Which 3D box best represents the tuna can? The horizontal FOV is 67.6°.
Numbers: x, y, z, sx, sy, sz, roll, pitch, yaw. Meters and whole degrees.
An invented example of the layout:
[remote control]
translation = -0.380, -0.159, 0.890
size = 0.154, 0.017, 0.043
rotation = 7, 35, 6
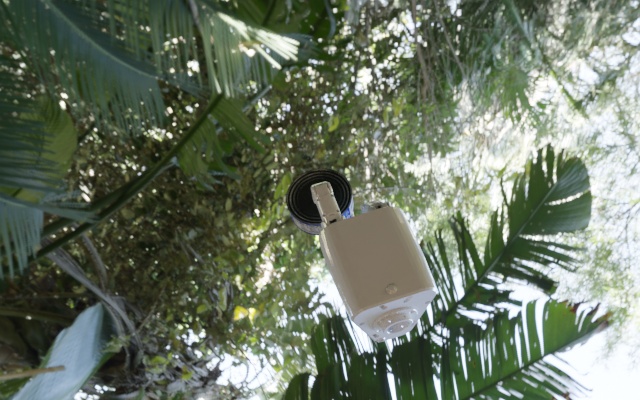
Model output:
[tuna can]
translation = 0.000, 0.002, 0.622
size = 0.086, 0.086, 0.034
rotation = 0, -33, 10
